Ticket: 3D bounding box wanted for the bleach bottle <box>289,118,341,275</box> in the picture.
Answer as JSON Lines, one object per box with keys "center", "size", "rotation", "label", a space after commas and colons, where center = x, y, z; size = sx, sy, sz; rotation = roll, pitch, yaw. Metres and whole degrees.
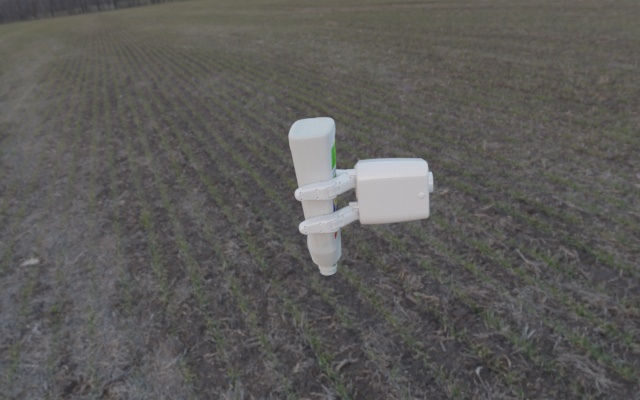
{"center": [0.000, 0.003, 0.765], "size": [0.068, 0.251, 0.102], "rotation": [-4, 25, 7], "label": "bleach bottle"}
